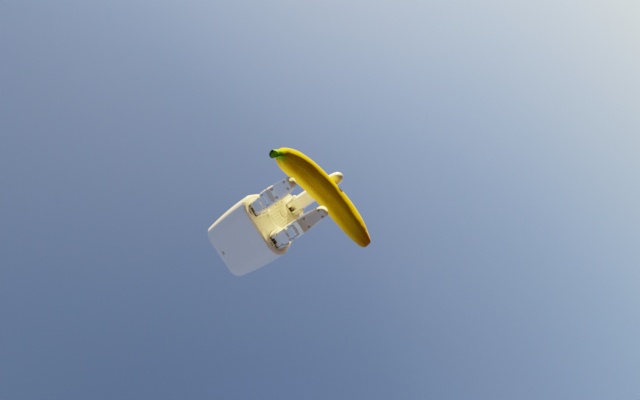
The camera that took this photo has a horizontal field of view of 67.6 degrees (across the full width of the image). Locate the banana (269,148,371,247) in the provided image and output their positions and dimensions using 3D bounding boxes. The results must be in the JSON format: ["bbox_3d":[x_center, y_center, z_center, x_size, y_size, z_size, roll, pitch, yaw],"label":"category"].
[{"bbox_3d":[0.000,-0.011,0.668,0.037,0.198,0.069,-36,24,27],"label":"banana"}]
